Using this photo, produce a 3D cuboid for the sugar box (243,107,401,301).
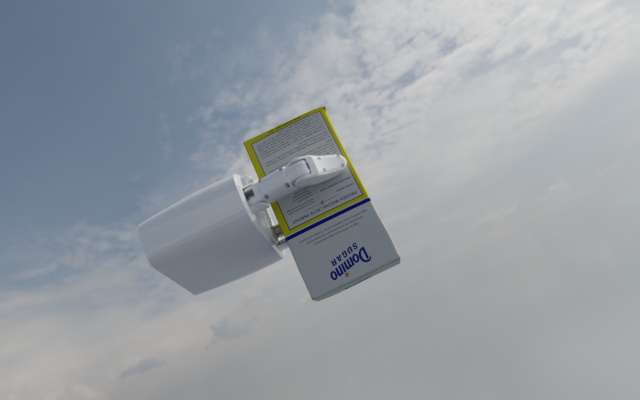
[{"bbox_3d":[0.000,0.002,0.478,0.093,0.176,0.048,-25,-15,2],"label":"sugar box"}]
